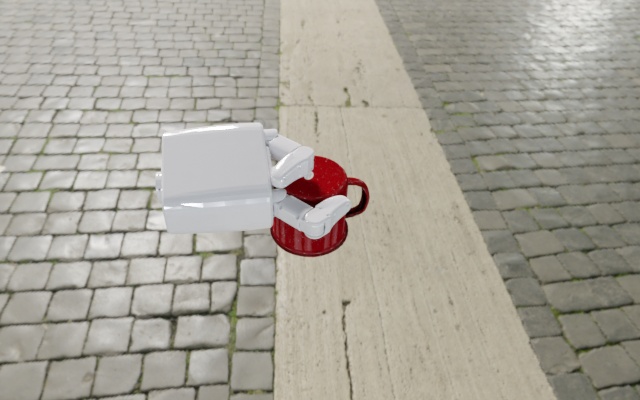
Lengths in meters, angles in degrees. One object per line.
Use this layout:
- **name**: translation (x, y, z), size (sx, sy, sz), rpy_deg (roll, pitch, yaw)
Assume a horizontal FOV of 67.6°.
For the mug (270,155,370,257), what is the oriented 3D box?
- **mug**: translation (0.002, 0.002, 0.544), size (0.117, 0.082, 0.093), rpy_deg (-6, 42, -11)
